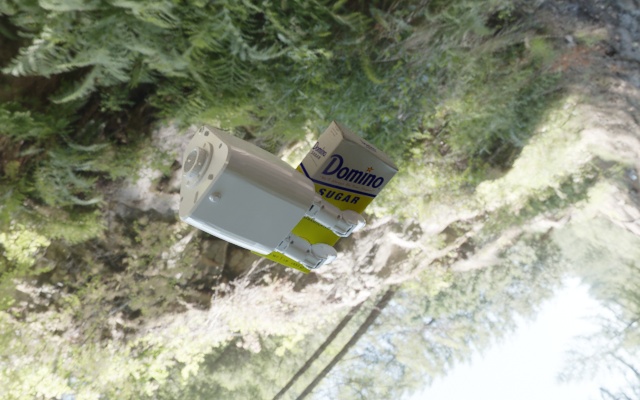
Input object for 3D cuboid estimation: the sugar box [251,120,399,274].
[{"bbox_3d":[0.000,0.002,0.564,0.093,0.176,0.048,26,24,-35],"label":"sugar box"}]
